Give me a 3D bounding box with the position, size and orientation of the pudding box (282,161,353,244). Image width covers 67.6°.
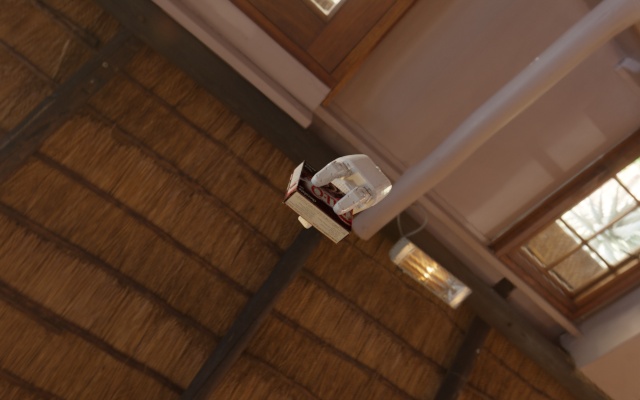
[{"bbox_3d":[0.000,0.003,0.746,0.113,0.039,0.090,36,29,-16],"label":"pudding box"}]
